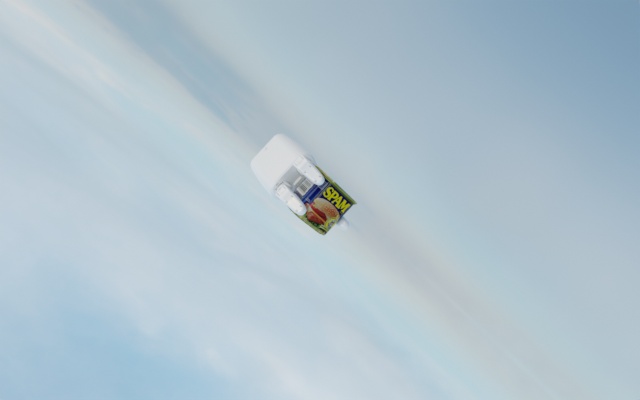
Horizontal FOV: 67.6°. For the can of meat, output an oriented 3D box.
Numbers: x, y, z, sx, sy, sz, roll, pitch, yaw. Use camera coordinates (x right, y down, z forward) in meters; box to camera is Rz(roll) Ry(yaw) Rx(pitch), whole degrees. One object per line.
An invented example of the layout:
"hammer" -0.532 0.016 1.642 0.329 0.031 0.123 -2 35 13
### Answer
"can of meat" 0.000 0.003 0.813 0.102 0.084 0.057 41 3 -45
